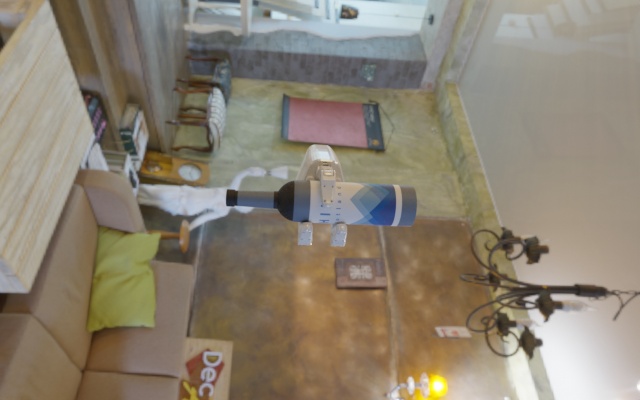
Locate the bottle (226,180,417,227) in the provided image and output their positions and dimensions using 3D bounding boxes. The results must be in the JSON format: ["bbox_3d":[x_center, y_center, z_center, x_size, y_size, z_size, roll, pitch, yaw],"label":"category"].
[{"bbox_3d":[0.000,0.003,0.757,0.296,0.069,0.069,3,0,-6],"label":"bottle"}]
